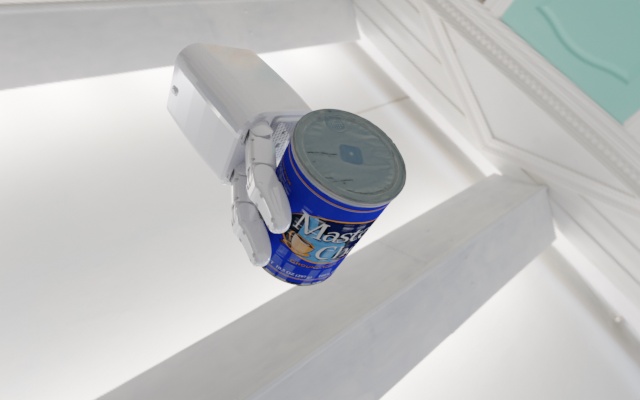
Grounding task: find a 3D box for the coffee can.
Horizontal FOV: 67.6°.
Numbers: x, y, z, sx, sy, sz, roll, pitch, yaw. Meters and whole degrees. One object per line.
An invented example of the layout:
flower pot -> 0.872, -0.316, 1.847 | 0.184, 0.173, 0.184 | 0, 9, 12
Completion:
coffee can -> 0.000, 0.001, 0.441 | 0.103, 0.102, 0.140 | 0, -36, -27
